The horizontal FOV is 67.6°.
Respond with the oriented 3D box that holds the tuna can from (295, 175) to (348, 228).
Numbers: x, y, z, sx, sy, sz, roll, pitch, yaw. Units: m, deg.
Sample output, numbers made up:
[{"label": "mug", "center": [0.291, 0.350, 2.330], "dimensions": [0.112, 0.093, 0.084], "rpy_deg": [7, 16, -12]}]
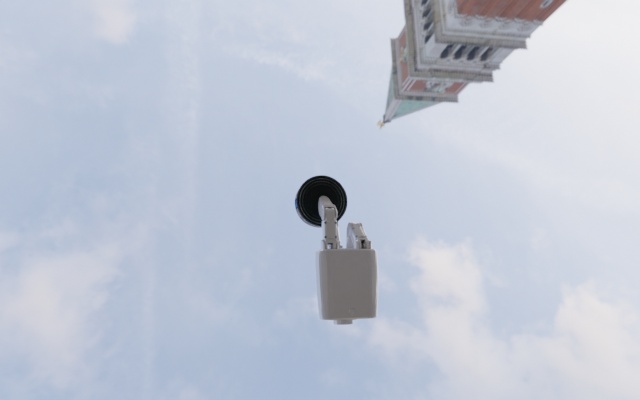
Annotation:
[{"label": "tuna can", "center": [0.000, 0.003, 0.804], "dimensions": [0.086, 0.086, 0.034], "rpy_deg": [0, -8, -10]}]
